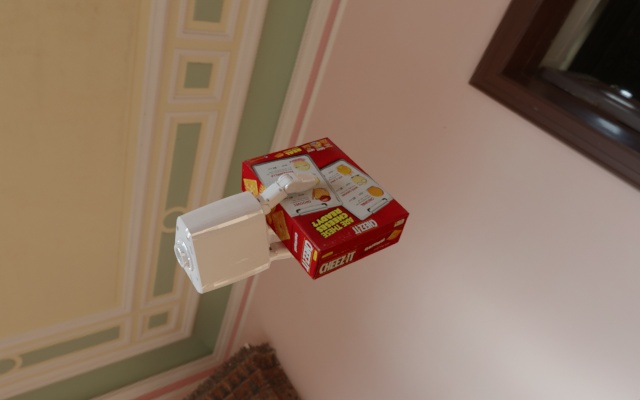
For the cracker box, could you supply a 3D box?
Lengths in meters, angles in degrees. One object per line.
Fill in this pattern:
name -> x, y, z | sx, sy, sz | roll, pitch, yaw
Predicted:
cracker box -> 0.000, 0.002, 0.729 | 0.164, 0.072, 0.213 | -20, 49, -30
